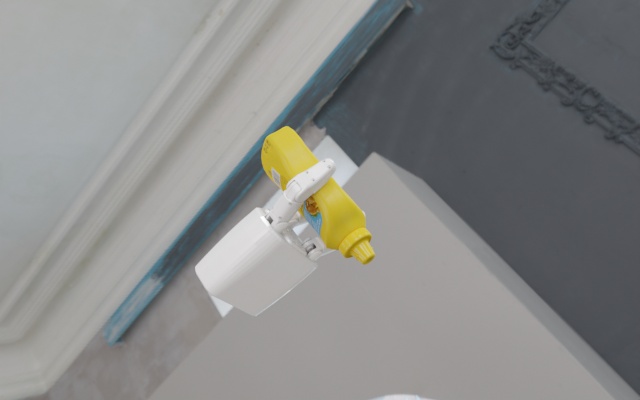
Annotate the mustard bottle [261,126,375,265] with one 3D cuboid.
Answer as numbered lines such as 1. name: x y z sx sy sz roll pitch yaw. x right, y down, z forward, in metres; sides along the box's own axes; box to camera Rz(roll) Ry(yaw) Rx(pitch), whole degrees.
1. mustard bottle: 0.000 0.002 0.584 0.058 0.191 0.096 -31 -27 -18
